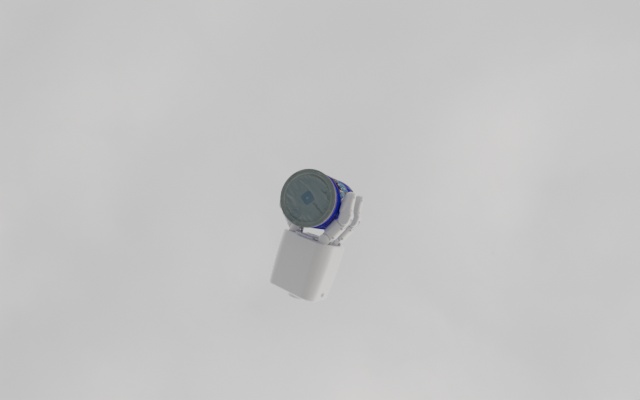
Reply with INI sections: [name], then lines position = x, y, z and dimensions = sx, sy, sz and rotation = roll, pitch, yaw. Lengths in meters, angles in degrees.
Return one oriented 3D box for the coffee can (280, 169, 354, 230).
[coffee can]
position = 0.000, 0.003, 0.887
dimensions = 0.103, 0.103, 0.140
rotation = 0, -6, 20
